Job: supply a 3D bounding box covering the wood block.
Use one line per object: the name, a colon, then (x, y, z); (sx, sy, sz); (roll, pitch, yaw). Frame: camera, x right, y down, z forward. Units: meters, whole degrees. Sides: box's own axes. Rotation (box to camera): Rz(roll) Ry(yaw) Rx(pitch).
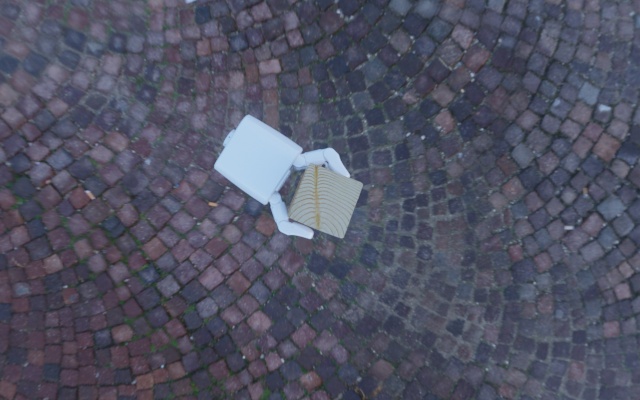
wood block: (0.000, 0.003, 0.809); (0.090, 0.091, 0.206); (22, -3, -4)
